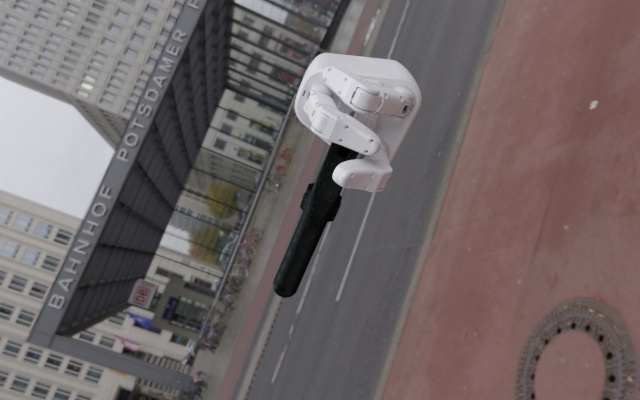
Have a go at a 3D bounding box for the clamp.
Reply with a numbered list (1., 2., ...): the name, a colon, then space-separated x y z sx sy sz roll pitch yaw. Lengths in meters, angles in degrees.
1. clamp: 0.000 0.001 0.472 0.039 0.171 0.120 22 26 -7
